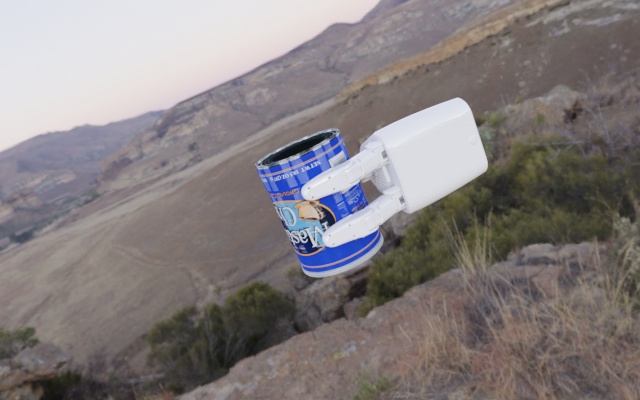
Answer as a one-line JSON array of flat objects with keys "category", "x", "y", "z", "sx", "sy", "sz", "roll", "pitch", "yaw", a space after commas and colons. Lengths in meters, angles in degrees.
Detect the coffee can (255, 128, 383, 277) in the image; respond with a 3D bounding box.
[{"category": "coffee can", "x": 0.000, "y": 0.002, "z": 0.550, "sx": 0.103, "sy": 0.140, "sz": 0.102, "roll": -22, "pitch": 15, "yaw": 6}]
